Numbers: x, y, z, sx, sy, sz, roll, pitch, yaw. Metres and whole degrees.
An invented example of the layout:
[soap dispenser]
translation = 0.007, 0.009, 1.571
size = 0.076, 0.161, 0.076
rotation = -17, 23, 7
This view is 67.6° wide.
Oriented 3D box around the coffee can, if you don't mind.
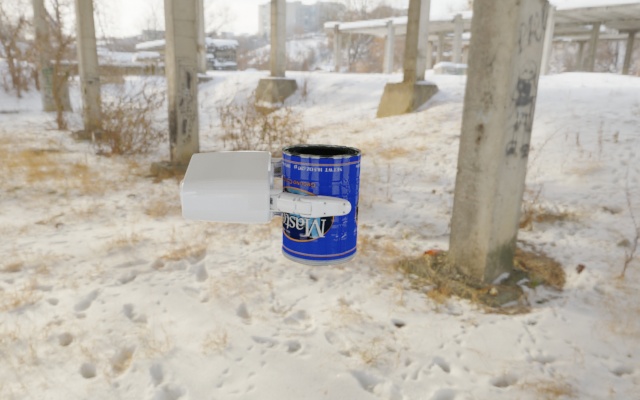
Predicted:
[coffee can]
translation = 0.000, 0.002, 0.629
size = 0.103, 0.140, 0.102
rotation = 1, 14, 0
